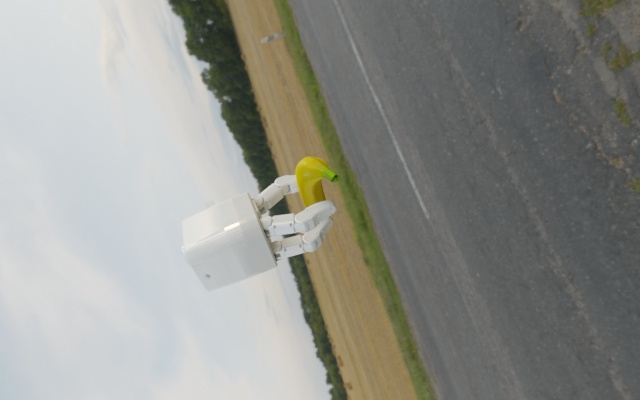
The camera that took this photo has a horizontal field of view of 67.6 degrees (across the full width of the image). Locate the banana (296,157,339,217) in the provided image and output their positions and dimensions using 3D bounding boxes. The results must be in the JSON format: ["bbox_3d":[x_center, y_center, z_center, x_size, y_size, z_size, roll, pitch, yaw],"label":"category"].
[{"bbox_3d":[-0.008,-0.015,0.681,0.037,0.069,0.198,-26,-18,-10],"label":"banana"}]
